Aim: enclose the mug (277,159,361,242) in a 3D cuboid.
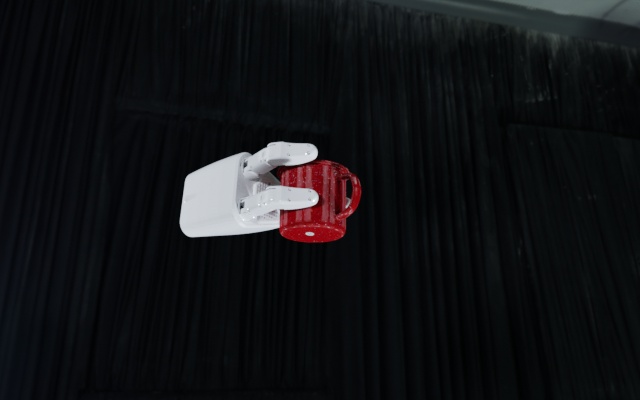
[{"bbox_3d":[0.001,0.002,0.586,0.117,0.081,0.093,-13,-24,35],"label":"mug"}]
